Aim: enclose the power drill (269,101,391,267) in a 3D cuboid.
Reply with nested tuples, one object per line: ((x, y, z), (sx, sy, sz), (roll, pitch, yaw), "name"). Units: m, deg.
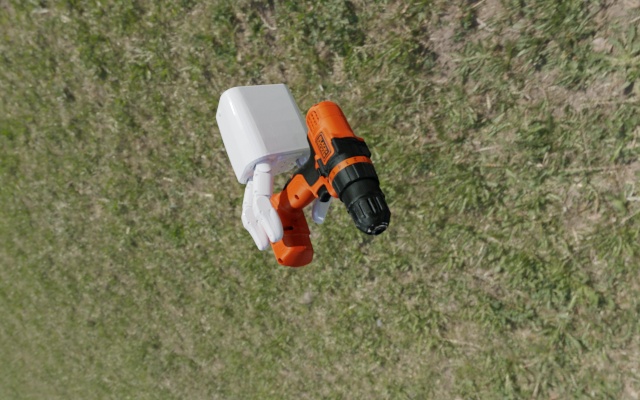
((0.000, 0.002, 0.583), (0.057, 0.184, 0.188), (5, -41, -35), "power drill")
